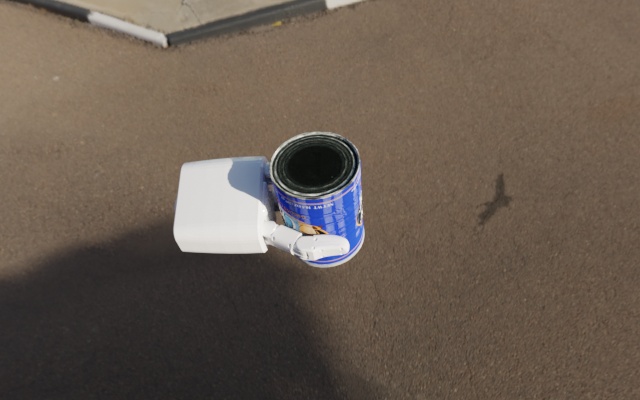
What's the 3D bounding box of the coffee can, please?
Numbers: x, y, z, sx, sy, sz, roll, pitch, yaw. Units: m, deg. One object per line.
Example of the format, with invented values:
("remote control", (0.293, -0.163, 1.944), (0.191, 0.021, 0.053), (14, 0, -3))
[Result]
("coffee can", (0.000, 0.002, 0.583), (0.103, 0.102, 0.140), (0, -39, 7))
